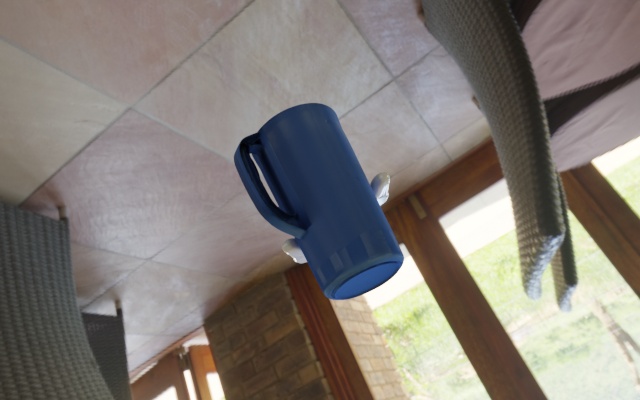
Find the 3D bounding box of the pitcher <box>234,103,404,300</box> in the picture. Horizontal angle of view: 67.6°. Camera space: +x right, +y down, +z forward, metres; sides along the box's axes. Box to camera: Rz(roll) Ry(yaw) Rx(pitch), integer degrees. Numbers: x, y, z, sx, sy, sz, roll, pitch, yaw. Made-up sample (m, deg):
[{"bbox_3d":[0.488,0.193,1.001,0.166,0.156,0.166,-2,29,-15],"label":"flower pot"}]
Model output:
[{"bbox_3d":[0.000,0.002,0.621,0.149,0.242,0.145,-27,-27,2],"label":"pitcher"}]
